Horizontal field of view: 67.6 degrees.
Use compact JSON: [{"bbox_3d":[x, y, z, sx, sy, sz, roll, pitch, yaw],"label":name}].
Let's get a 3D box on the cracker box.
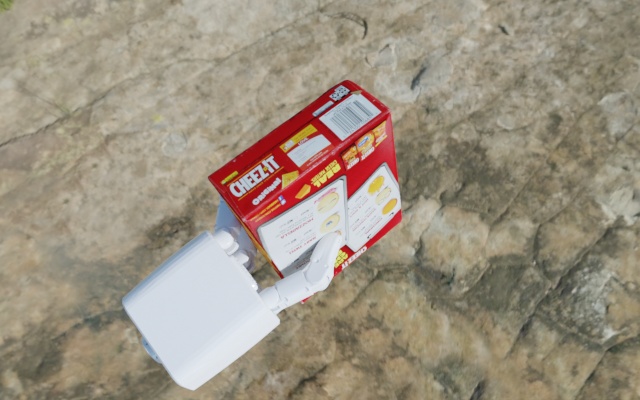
[{"bbox_3d":[0.000,0.002,0.507,0.164,0.072,0.214,-38,-30,-10],"label":"cracker box"}]
